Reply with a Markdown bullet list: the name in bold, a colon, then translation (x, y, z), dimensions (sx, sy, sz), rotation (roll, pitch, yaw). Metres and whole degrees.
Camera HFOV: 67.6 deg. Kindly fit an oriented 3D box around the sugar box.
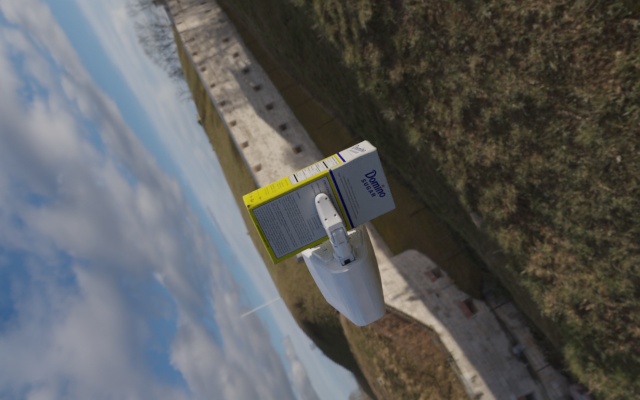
- **sugar box**: translation (0.000, 0.002, 0.614), dimensions (0.176, 0.093, 0.048), rotation (-25, 27, -6)
